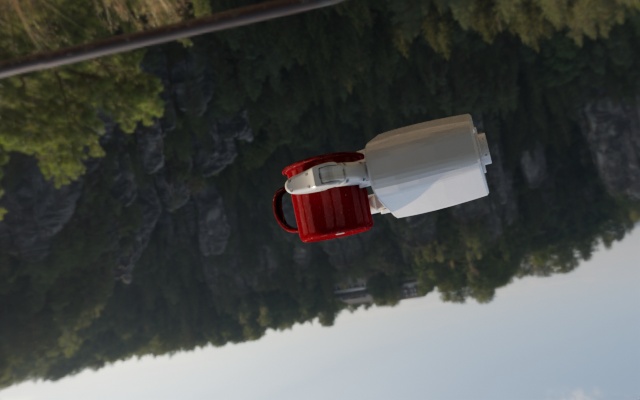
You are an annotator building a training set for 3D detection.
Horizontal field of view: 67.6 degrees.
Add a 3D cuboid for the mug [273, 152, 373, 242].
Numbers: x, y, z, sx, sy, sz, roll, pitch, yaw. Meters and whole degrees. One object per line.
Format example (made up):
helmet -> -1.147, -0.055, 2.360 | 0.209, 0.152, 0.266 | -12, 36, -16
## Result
mug -> -0.001, 0.002, 0.527 | 0.117, 0.081, 0.093 | -14, -8, 21
